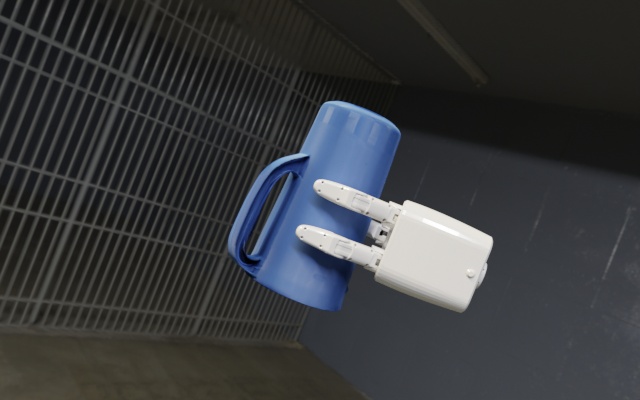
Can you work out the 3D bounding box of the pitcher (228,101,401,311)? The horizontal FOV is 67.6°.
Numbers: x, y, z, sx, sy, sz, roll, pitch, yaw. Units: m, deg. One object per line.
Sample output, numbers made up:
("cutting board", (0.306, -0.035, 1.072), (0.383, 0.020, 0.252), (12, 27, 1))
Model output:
("pitcher", (0.000, 0.002, 0.596), (0.145, 0.243, 0.149), (22, 0, 11))
